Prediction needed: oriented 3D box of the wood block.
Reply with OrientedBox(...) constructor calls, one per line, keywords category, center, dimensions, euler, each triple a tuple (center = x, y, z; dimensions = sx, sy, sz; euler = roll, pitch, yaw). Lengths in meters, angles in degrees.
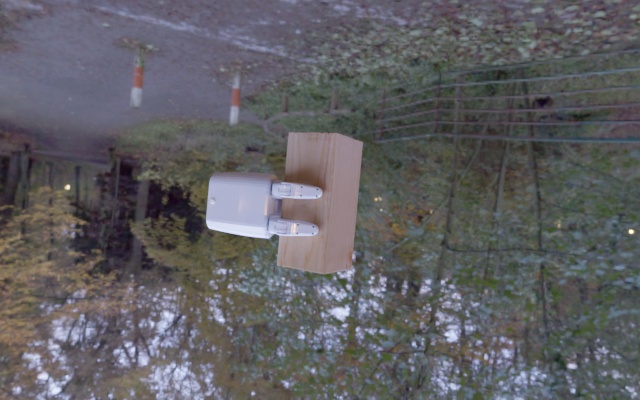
OrientedBox(category="wood block", center=(0.000, 0.003, 0.749), dimensions=(0.090, 0.206, 0.091), euler=(5, 1, 30))
